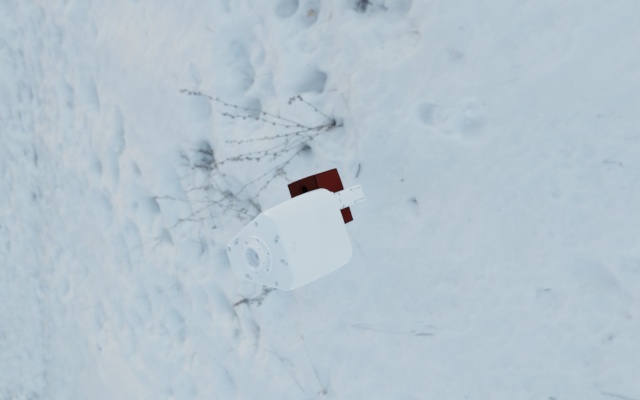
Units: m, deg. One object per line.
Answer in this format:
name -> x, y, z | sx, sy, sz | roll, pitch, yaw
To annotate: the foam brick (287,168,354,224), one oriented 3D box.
foam brick -> 0.000, 0.002, 0.641 | 0.053, 0.078, 0.051 | -17, 2, 42
